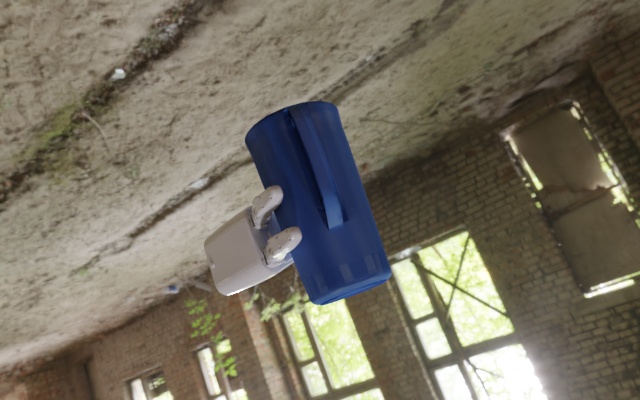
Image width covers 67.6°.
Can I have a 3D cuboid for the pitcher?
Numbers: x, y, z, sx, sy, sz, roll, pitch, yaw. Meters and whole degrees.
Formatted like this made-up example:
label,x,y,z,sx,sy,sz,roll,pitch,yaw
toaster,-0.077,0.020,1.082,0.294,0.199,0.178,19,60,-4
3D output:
label,x,y,z,sx,sy,sz,roll,pitch,yaw
pitcher,0.000,0.002,0.608,0.145,0.242,0.149,-31,-17,34
